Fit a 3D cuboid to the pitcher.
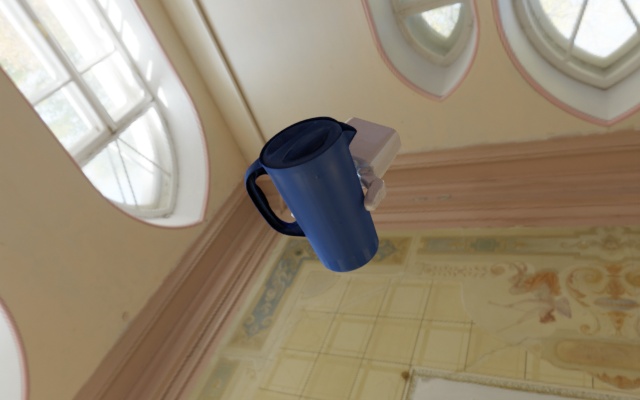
[{"bbox_3d":[0.000,0.002,0.766,0.149,0.243,0.145,6,44,38],"label":"pitcher"}]
